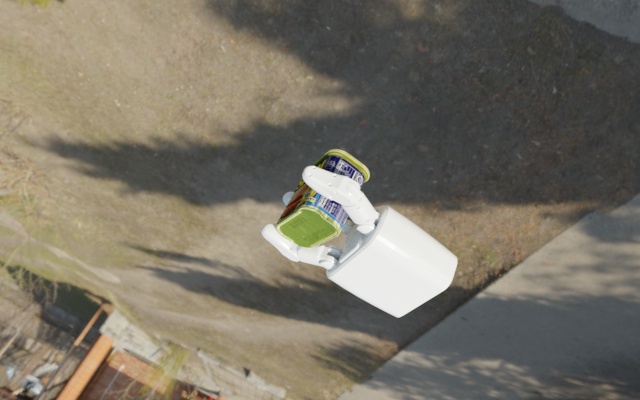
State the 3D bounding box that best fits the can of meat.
[{"bbox_3d":[0.000,0.002,0.549,0.057,0.084,0.102,35,-31,-13],"label":"can of meat"}]
